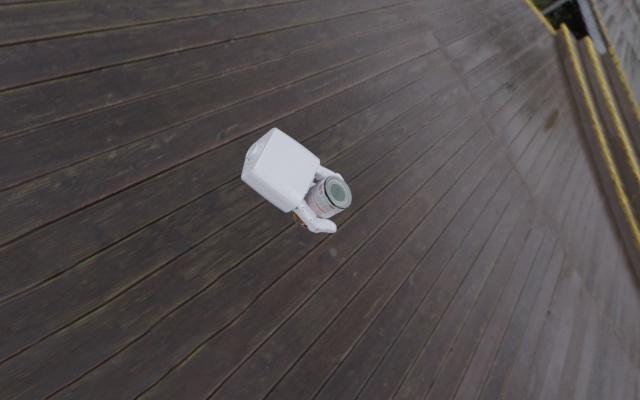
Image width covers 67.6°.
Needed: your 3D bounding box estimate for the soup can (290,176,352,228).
[{"bbox_3d":[0.001,0.003,0.895,0.068,0.068,0.102,0,-23,-45],"label":"soup can"}]
